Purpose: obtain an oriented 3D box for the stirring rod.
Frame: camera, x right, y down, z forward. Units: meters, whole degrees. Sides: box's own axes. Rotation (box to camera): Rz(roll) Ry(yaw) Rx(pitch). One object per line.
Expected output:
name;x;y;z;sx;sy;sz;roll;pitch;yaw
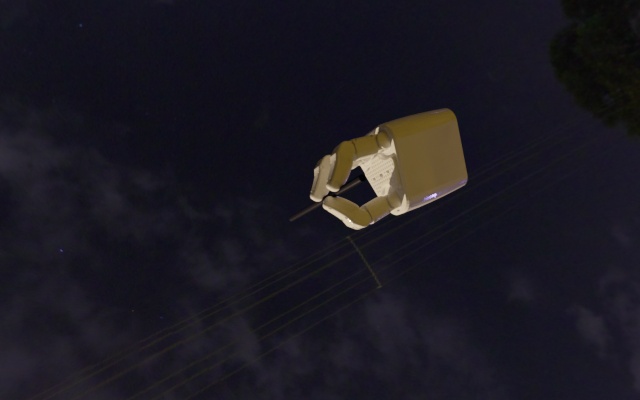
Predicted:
stirring rod;0.000;0.002;0.601;0.011;0.011;0.239;0;-12;-21
